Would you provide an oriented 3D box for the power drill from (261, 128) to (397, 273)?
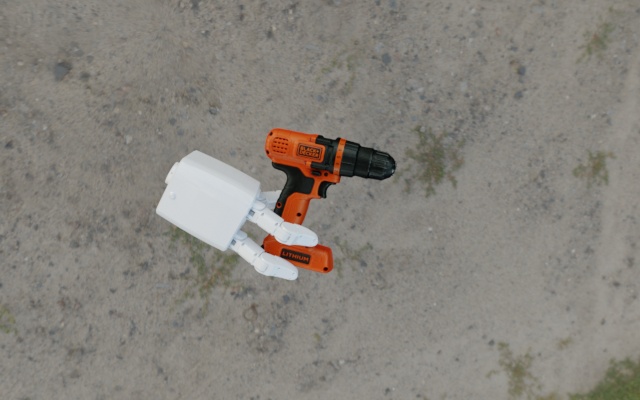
[{"bbox_3d":[0.000,0.003,0.673,0.184,0.187,0.057,13,6,8],"label":"power drill"}]
